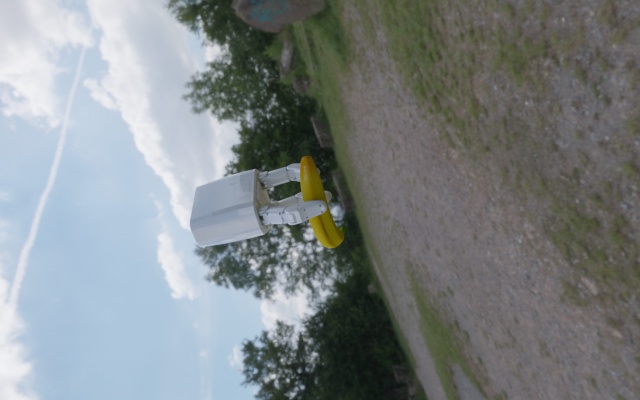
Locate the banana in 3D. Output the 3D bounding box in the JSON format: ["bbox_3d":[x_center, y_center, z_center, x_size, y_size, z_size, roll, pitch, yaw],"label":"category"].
[{"bbox_3d":[0.002,0.019,0.740,0.037,0.069,0.198,-12,-40,11],"label":"banana"}]
